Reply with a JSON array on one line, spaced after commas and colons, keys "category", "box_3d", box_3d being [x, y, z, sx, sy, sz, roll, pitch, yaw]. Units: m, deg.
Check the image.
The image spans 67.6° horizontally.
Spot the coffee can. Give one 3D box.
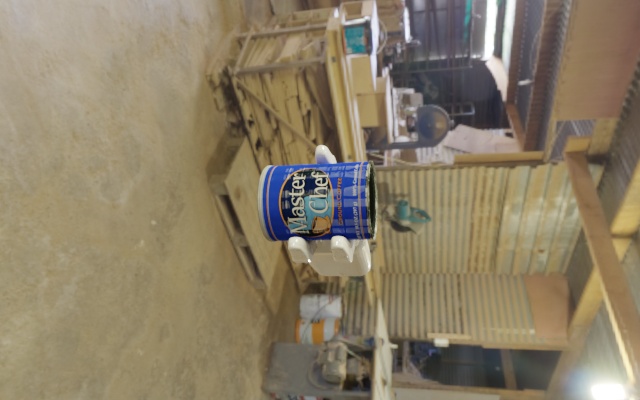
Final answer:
[{"category": "coffee can", "box_3d": [0.000, 0.002, 0.628, 0.140, 0.103, 0.103, -2, 0, 13]}]
